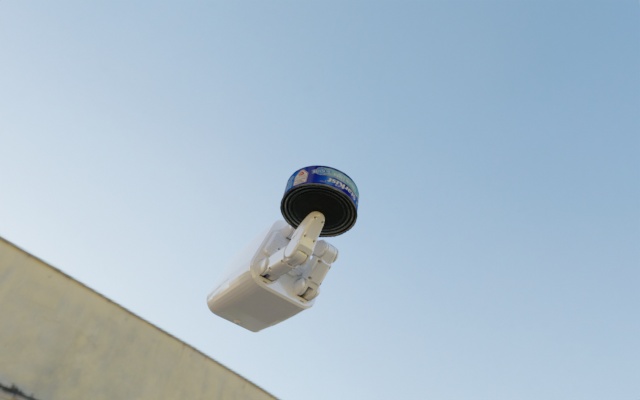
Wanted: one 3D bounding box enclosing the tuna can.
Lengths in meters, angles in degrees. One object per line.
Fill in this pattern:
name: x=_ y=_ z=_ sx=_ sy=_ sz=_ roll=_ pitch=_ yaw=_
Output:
tuna can: x=0.000 y=0.001 z=0.533 sx=0.086 sy=0.033 sz=0.086 roll=6 pitch=-43 yaw=6
